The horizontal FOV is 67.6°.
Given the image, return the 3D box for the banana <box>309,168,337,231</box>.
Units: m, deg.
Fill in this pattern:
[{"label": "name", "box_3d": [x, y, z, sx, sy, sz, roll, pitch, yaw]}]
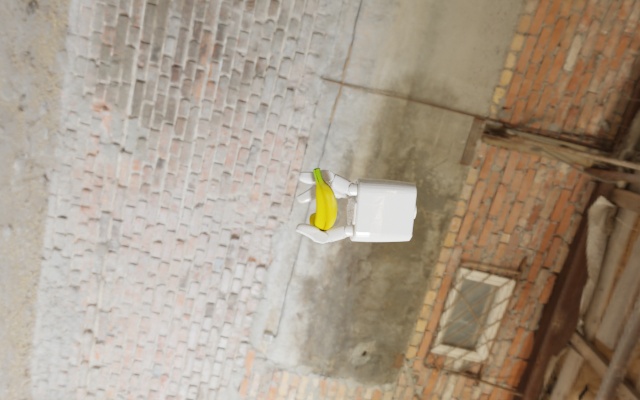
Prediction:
[{"label": "banana", "box_3d": [0.004, 0.018, 0.844, 0.037, 0.069, 0.198, -8, -26, -9]}]
